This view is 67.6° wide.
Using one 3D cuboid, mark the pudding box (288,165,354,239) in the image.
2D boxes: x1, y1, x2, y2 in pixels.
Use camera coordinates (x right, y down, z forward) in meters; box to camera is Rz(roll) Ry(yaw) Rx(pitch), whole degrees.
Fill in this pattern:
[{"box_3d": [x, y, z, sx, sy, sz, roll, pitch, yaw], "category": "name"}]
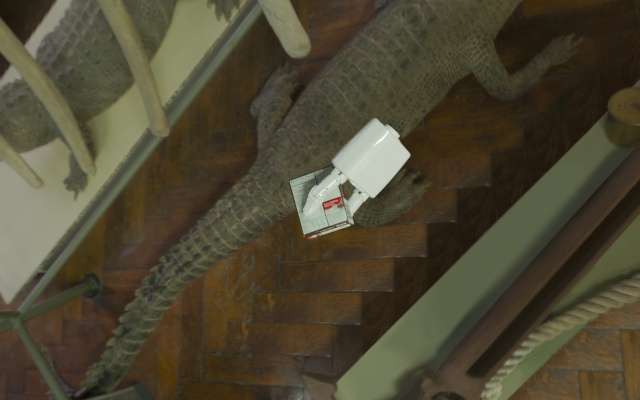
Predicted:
[{"box_3d": [0.000, 0.003, 0.862, 0.090, 0.113, 0.039, -19, -18, 13], "category": "pudding box"}]
